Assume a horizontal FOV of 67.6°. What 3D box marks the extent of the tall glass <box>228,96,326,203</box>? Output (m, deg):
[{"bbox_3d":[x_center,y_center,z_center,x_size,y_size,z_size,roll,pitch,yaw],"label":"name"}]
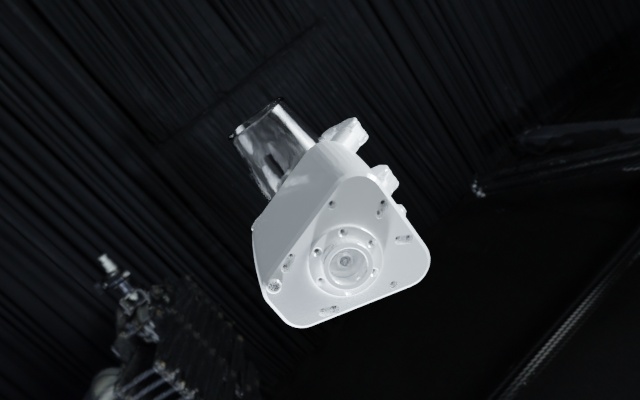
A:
[{"bbox_3d":[0.000,0.002,0.452,0.079,0.201,0.079,-34,18,13],"label":"tall glass"}]
